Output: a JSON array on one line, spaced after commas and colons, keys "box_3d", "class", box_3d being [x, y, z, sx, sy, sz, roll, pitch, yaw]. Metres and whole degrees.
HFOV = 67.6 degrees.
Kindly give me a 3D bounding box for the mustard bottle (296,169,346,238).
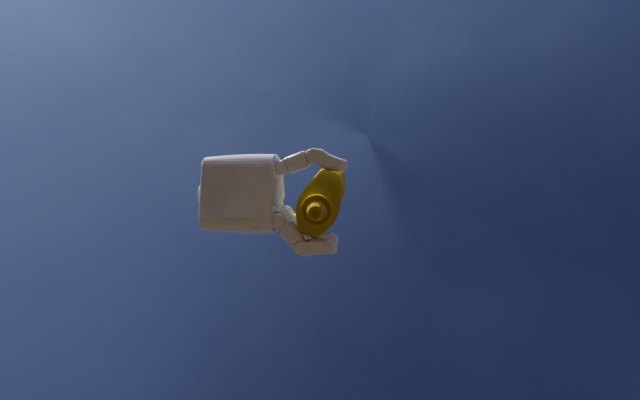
[{"box_3d": [0.000, 0.002, 0.686, 0.058, 0.096, 0.191, 24, 9, 1], "class": "mustard bottle"}]
